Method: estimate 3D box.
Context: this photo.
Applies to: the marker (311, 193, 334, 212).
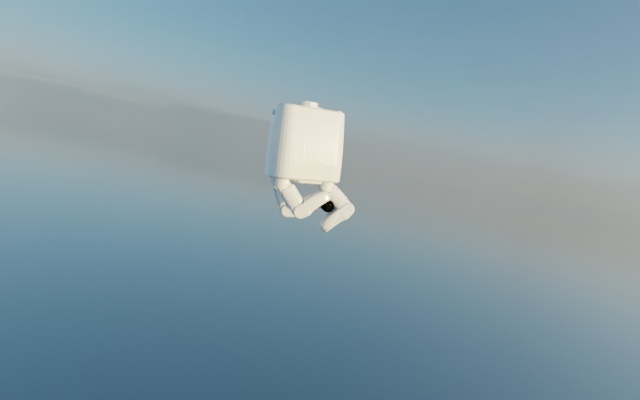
[{"bbox_3d":[0.000,0.003,0.765,0.020,0.020,0.121,0,6,-12],"label":"marker"}]
